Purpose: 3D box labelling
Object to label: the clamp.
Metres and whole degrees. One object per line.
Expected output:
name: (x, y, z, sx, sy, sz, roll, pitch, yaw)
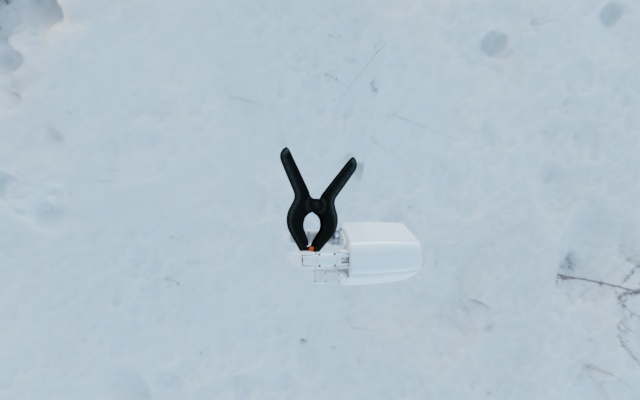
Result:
clamp: (0.000, 0.003, 0.734, 0.120, 0.171, 0.039, -2, -1, -6)
